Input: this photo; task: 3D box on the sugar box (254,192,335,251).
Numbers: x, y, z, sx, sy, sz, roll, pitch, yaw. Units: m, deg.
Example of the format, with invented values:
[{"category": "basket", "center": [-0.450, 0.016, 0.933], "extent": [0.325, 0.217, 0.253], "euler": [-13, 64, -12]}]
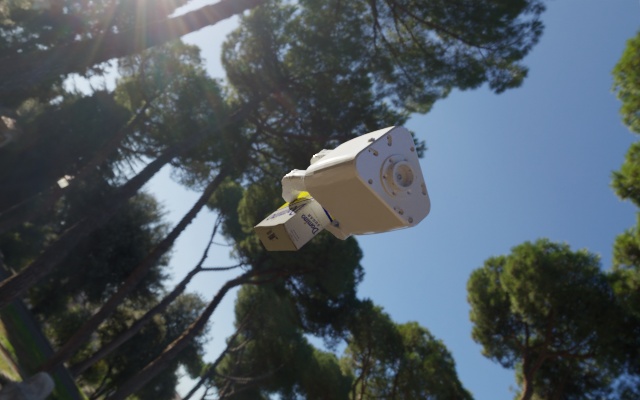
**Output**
[{"category": "sugar box", "center": [0.000, 0.002, 0.658], "extent": [0.176, 0.048, 0.093], "euler": [-35, 12, -29]}]
